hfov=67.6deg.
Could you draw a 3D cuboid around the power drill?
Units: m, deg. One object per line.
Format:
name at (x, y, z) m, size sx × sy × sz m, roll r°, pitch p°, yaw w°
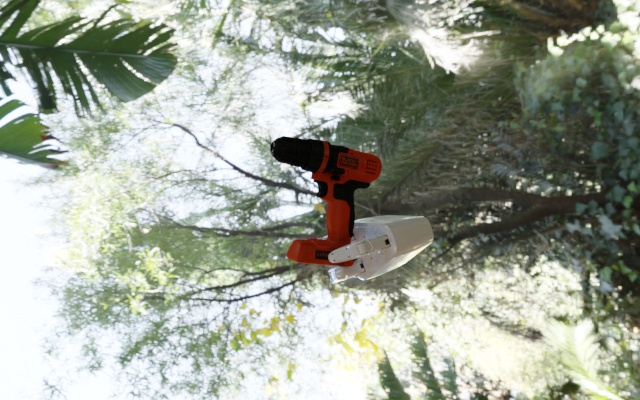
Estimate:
power drill at (0.000, 0.003, 0.732) m, size 0.184 × 0.187 × 0.057 m, roll 9°, pitch 1°, yaw -23°
